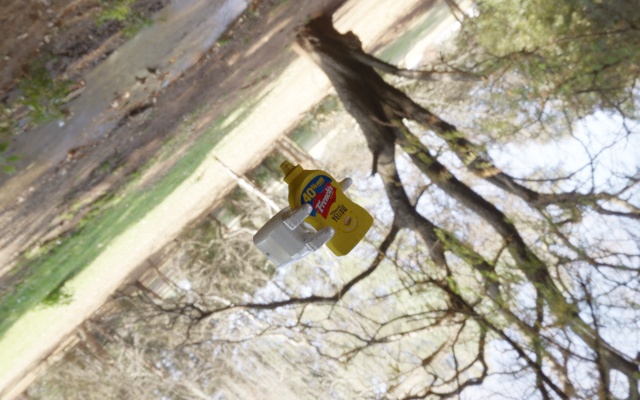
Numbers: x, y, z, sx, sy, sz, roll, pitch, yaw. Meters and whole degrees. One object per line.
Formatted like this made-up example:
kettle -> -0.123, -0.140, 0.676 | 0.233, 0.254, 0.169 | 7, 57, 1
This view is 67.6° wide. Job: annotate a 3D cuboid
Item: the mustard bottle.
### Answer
mustard bottle -> 0.000, 0.003, 0.843 | 0.096, 0.191, 0.058 | -48, 8, -22
